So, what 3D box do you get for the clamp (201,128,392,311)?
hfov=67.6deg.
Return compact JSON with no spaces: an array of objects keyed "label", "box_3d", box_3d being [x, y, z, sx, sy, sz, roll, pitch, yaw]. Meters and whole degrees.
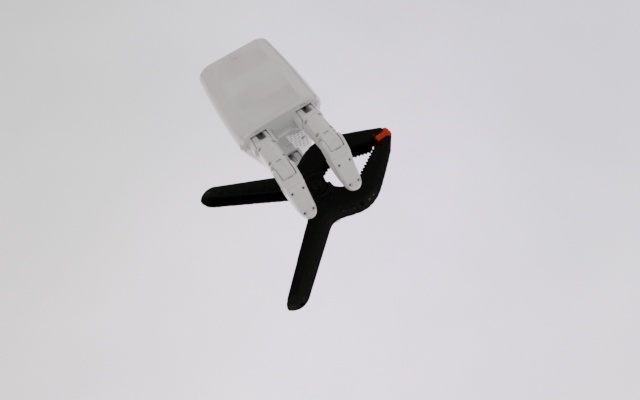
[{"label":"clamp","box_3d":[0.000,0.002,0.500,0.210,0.164,0.036,-32,-23,-9]}]
